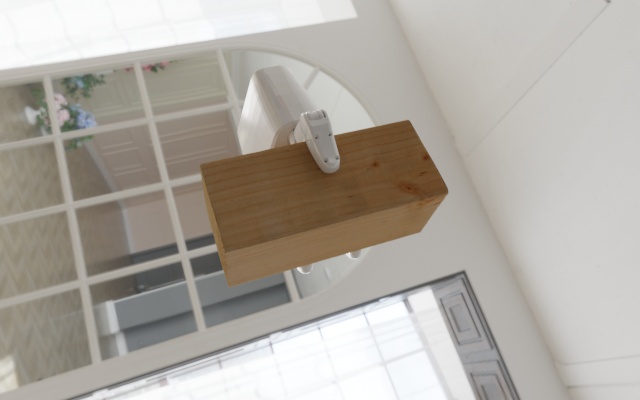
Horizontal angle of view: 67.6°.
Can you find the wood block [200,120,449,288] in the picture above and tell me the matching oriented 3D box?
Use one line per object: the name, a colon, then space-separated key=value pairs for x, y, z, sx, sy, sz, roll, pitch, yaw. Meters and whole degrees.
wood block: x=0.000 y=0.001 z=0.458 sx=0.206 sy=0.090 sz=0.091 roll=-14 pitch=-27 yaw=-16
